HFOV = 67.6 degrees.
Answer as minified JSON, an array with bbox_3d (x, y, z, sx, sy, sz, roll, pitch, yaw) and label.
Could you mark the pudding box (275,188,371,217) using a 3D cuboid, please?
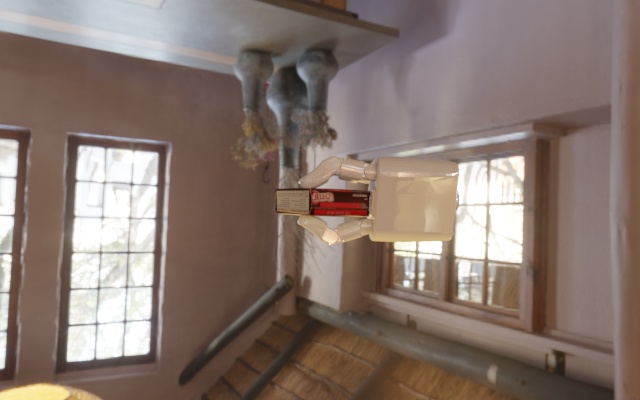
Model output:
[{"bbox_3d":[0.000,0.002,0.645,0.090,0.039,0.113,3,-3,-28],"label":"pudding box"}]
